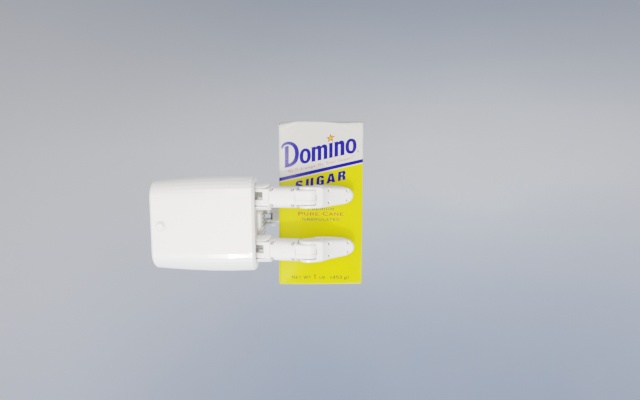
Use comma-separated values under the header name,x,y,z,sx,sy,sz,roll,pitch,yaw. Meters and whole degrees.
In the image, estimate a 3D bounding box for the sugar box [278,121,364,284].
name,x,y,z,sx,sy,sz,roll,pitch,yaw
sugar box,0.000,0.002,0.528,0.093,0.176,0.048,-1,7,-2
